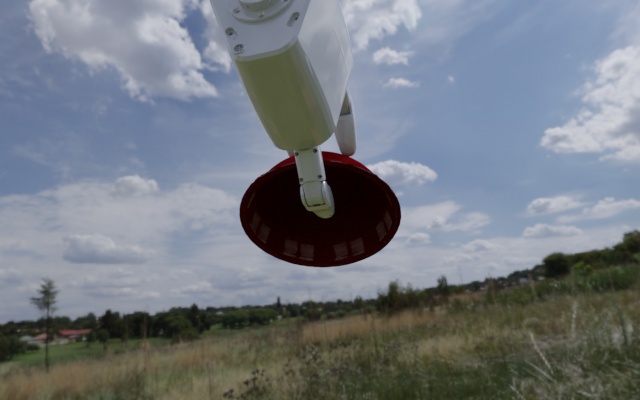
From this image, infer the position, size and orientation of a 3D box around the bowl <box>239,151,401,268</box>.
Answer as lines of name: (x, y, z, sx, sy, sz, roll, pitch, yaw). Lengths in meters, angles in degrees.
bowl: (0.000, 0.002, 0.497, 0.162, 0.055, 0.162, 1, -44, 1)
